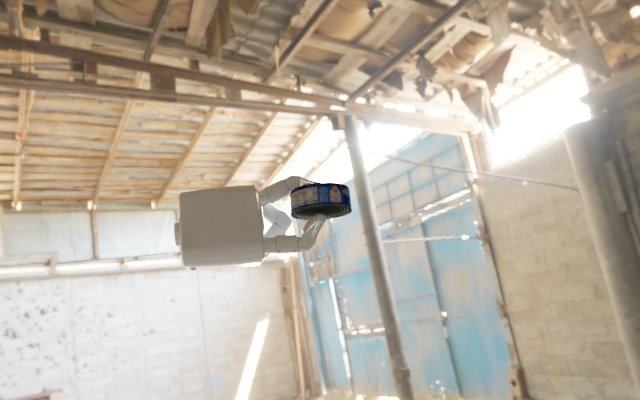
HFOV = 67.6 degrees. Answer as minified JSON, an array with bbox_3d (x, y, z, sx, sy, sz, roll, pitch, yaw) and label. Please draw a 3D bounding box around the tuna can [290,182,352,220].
[{"bbox_3d":[0.000,0.002,0.666,0.086,0.033,0.086,-4,-14,-1],"label":"tuna can"}]
